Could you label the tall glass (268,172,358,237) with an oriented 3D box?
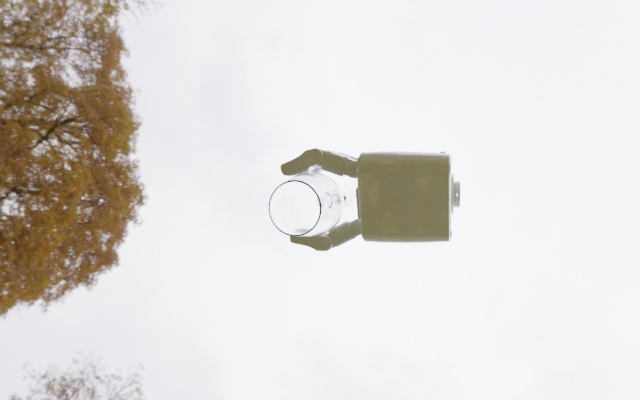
[{"bbox_3d":[0.000,0.002,0.612,0.079,0.079,0.201,0,4,17],"label":"tall glass"}]
